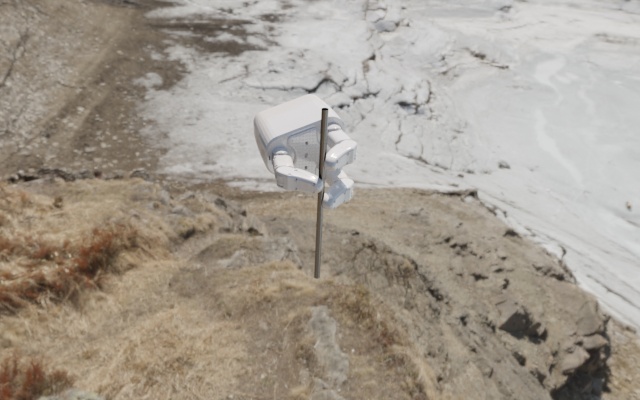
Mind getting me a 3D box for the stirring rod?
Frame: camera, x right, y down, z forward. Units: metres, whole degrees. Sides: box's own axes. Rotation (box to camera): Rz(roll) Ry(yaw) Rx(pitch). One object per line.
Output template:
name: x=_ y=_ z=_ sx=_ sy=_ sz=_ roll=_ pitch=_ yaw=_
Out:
stirring rod: x=0.000 y=0.002 z=0.587 sx=0.011 sy=0.240 sz=0.011 roll=2 pitch=32 yaw=-1
